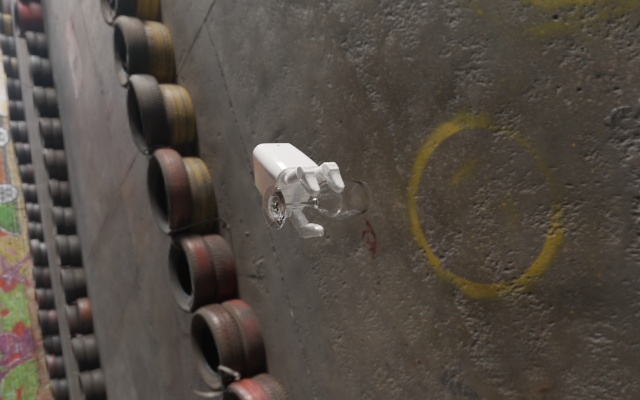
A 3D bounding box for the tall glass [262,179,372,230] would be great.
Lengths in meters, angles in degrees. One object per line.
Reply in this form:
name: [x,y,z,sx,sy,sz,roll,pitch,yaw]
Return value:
tall glass: [0.000,0.003,0.857,0.201,0.079,0.079,-6,4,-37]
